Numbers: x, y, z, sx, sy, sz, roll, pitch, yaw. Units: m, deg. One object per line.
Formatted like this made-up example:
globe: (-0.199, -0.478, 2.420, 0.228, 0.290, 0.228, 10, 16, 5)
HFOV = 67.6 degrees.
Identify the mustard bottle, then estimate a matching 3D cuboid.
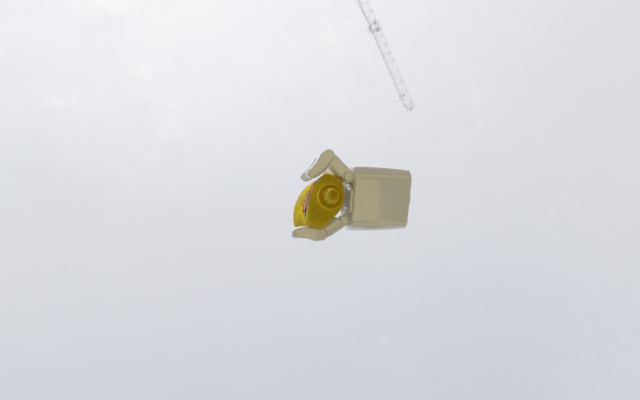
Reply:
mustard bottle: (0.000, 0.003, 0.828, 0.058, 0.096, 0.191, 26, -12, -9)
